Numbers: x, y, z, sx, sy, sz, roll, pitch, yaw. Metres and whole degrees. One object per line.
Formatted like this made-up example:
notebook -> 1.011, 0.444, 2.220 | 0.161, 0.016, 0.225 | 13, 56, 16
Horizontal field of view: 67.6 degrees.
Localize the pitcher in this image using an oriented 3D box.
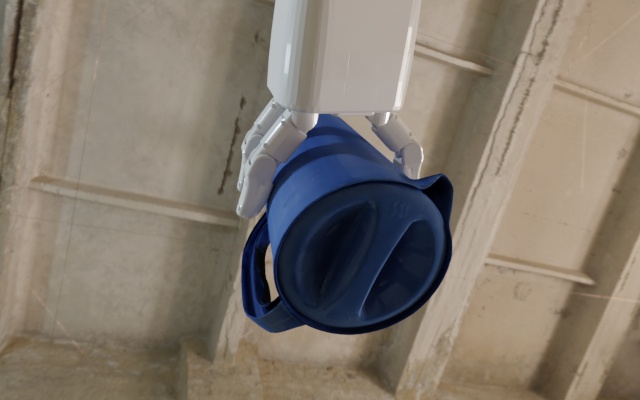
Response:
pitcher -> 0.000, 0.001, 0.441 | 0.149, 0.145, 0.242 | 0, 26, -14
